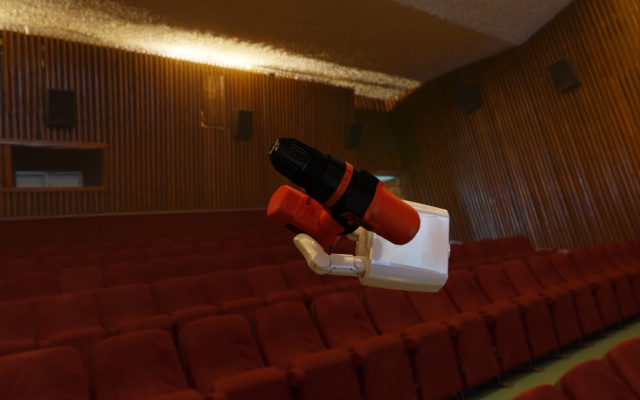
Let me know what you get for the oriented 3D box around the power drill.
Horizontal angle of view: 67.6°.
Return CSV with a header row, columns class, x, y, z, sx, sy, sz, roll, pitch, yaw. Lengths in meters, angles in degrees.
class,x,y,z,sx,sy,sz,roll,pitch,yaw
power drill,0.000,0.002,0.567,0.184,0.057,0.188,32,-19,-16
